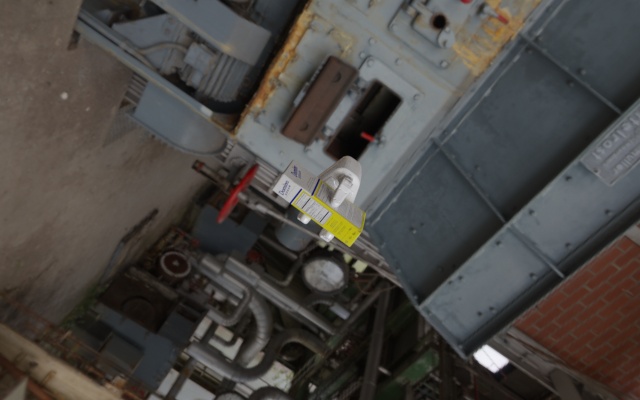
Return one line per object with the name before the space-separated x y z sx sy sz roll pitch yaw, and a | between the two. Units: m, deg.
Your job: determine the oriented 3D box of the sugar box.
sugar box | 0.000 0.003 0.884 0.176 0.048 0.093 35 22 -4
